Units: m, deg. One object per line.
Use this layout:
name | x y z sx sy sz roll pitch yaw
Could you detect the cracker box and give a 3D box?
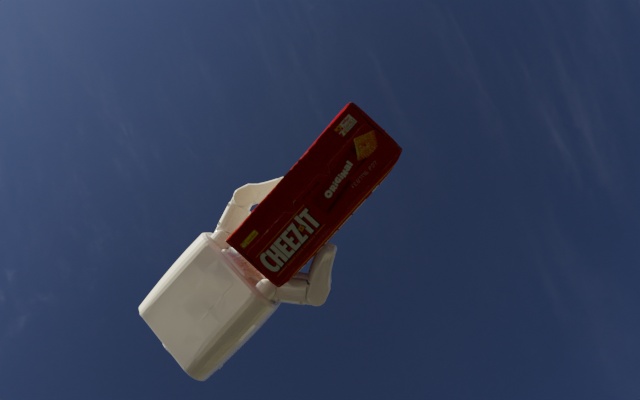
cracker box | 0.000 0.002 0.510 0.072 0.164 0.214 41 -1 3
